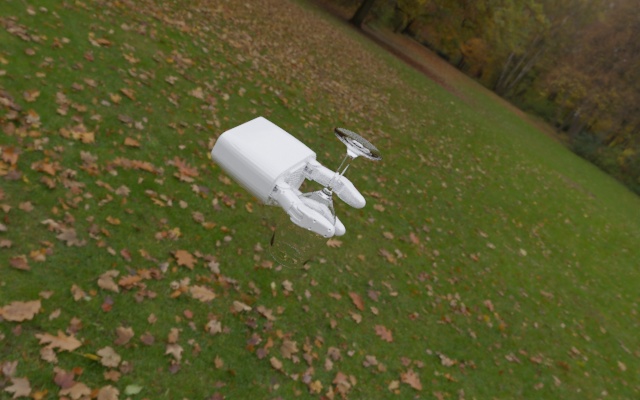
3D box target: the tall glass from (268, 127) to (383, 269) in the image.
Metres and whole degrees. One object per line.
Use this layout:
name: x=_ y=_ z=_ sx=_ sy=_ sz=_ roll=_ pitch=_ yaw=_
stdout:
tall glass: x=0.001 y=0.002 z=0.662 sx=0.079 sy=0.201 sz=0.079 roll=27 pitch=23 yaw=-12
